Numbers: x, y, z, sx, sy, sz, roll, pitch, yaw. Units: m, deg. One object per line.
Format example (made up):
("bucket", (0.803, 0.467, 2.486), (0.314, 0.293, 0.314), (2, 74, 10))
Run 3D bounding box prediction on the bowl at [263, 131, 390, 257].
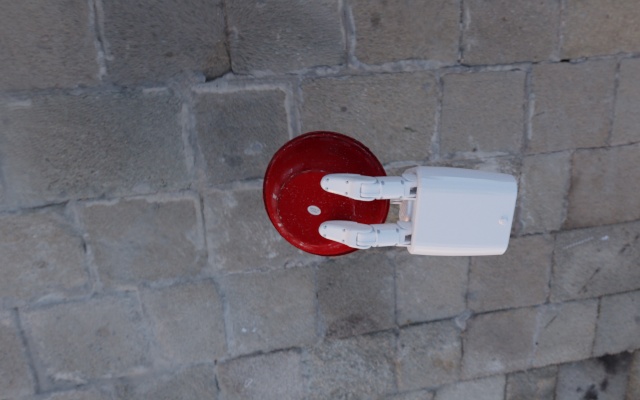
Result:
("bowl", (-0.001, 0.002, 0.565), (0.162, 0.162, 0.055), (0, 17, 13))
